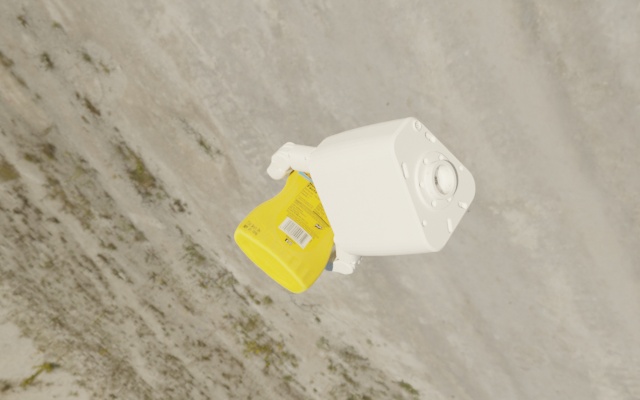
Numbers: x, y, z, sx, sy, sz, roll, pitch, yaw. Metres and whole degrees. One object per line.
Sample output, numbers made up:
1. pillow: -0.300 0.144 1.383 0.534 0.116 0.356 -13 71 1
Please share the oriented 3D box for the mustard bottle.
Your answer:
1. mustard bottle: 0.000 0.002 0.530 0.096 0.191 0.058 41 -30 -1
